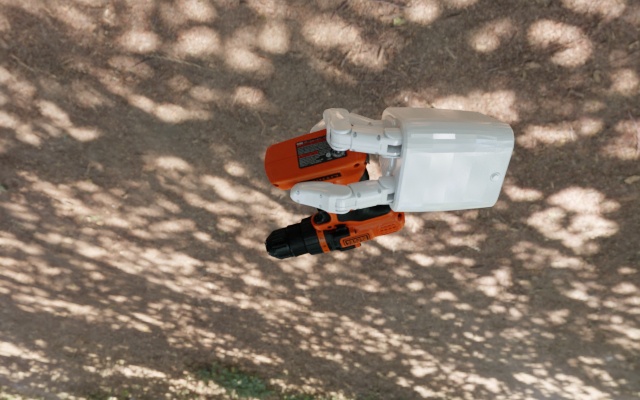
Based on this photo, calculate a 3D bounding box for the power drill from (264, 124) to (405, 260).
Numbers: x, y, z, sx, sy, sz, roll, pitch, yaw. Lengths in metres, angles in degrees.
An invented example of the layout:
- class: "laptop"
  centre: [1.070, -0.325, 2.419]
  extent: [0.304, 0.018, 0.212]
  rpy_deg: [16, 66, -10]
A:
- class: "power drill"
  centre: [0.000, 0.002, 0.558]
  extent: [0.184, 0.057, 0.188]
  rpy_deg: [-17, -33, 6]
